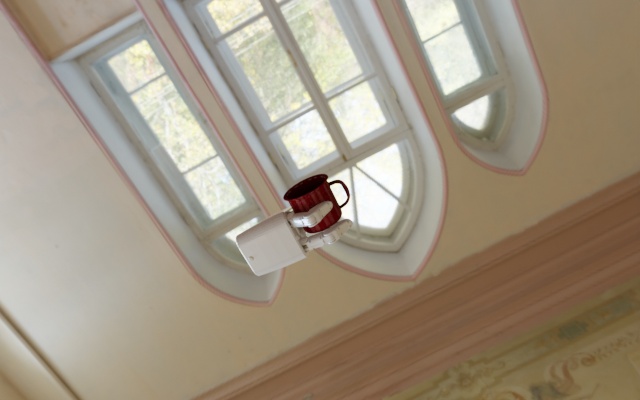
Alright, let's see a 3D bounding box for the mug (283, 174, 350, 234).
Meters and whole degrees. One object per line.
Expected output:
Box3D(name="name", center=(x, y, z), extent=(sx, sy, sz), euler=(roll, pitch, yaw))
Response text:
Box3D(name="mug", center=(0.002, 0.002, 0.895), extent=(0.117, 0.081, 0.093), euler=(-25, 19, 7))
